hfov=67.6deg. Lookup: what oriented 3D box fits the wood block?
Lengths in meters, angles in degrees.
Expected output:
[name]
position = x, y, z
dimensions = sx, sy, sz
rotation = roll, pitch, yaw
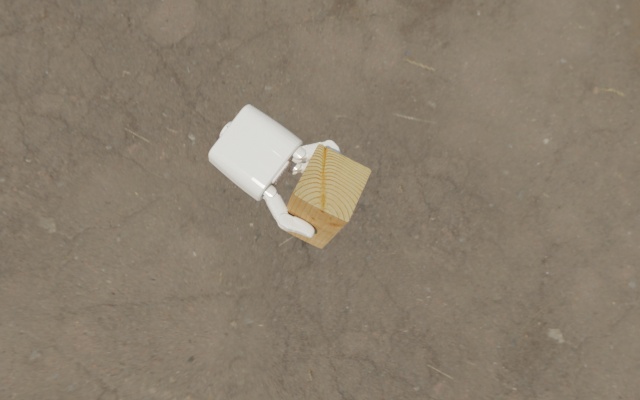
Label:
[wood block]
position = 0.000, 0.003, 0.774
dimensions = 0.090, 0.090, 0.206
rotation = 27, -19, -2
